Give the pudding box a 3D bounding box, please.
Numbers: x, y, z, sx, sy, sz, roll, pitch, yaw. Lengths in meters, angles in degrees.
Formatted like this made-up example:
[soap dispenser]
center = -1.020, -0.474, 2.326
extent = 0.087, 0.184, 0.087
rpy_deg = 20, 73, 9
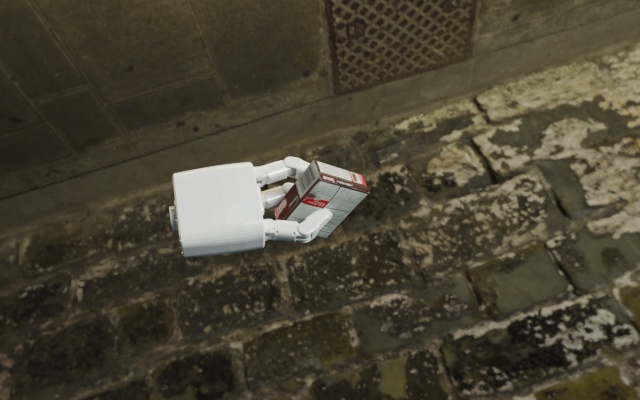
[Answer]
[pudding box]
center = 0.000, 0.002, 0.674
extent = 0.090, 0.039, 0.113
rpy_deg = 14, -46, -35
